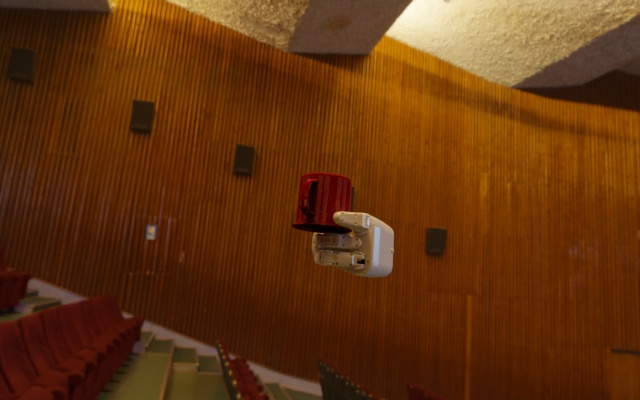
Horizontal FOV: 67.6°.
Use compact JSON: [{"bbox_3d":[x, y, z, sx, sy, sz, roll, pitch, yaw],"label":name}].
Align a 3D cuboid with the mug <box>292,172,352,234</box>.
[{"bbox_3d":[-0.001,0.002,0.728,0.093,0.081,0.117,-1,-13,29],"label":"mug"}]
